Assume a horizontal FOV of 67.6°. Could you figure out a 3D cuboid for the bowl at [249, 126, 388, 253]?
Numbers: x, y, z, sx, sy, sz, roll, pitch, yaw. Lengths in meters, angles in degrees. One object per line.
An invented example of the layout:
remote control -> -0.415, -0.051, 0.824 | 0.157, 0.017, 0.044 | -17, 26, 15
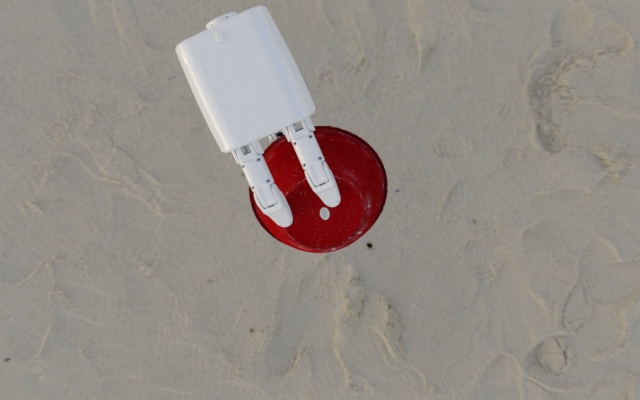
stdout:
bowl -> 0.001, 0.003, 0.533 | 0.162, 0.162, 0.055 | 0, 27, -5
